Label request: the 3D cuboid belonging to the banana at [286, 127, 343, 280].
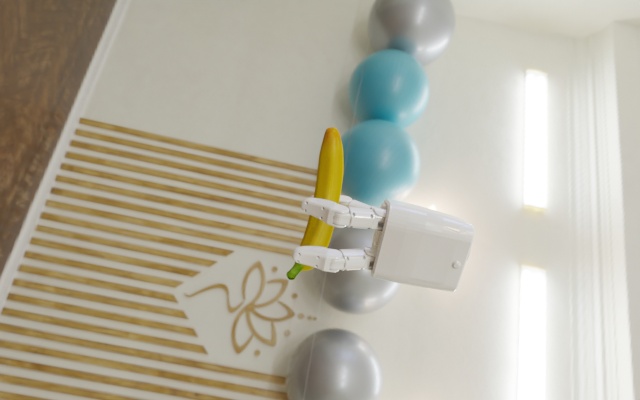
[{"bbox_3d":[0.003,0.007,0.620,0.037,0.198,0.069,13,-2,12],"label":"banana"}]
